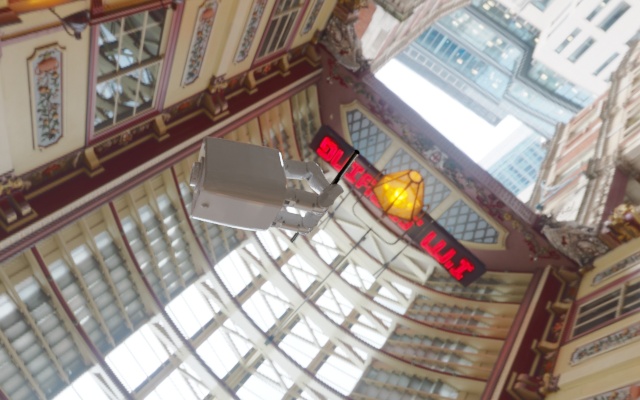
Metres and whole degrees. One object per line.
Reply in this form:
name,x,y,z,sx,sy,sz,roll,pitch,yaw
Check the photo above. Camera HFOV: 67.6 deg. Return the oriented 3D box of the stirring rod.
stirring rod,0.000,0.002,0.709,0.011,0.011,0.240,0,-33,-28
